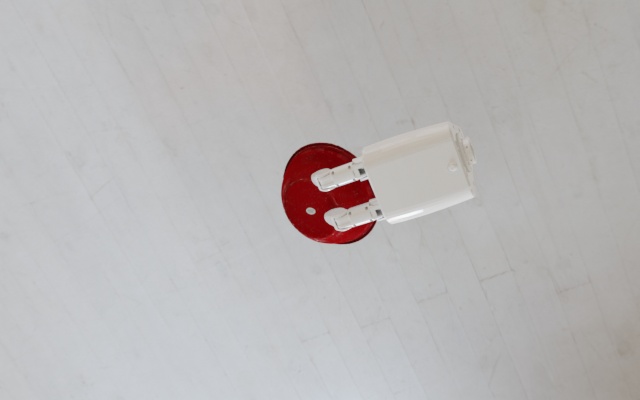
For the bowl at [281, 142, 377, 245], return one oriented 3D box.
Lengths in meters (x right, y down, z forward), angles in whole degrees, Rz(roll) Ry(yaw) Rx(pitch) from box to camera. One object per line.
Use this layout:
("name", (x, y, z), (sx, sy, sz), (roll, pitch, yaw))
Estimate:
("bowl", (-0.001, 0.003, 0.680), (0.162, 0.162, 0.055), (0, 23, 33))
